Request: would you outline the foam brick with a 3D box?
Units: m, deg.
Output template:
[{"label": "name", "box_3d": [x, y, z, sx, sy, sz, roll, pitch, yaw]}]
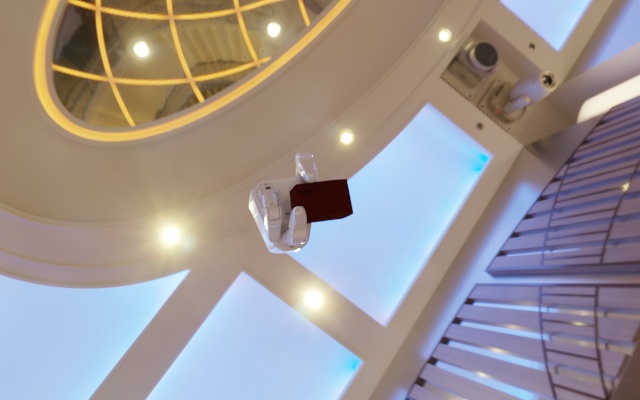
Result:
[{"label": "foam brick", "box_3d": [0.000, 0.002, 0.687, 0.078, 0.053, 0.051, -6, -9, -14]}]
